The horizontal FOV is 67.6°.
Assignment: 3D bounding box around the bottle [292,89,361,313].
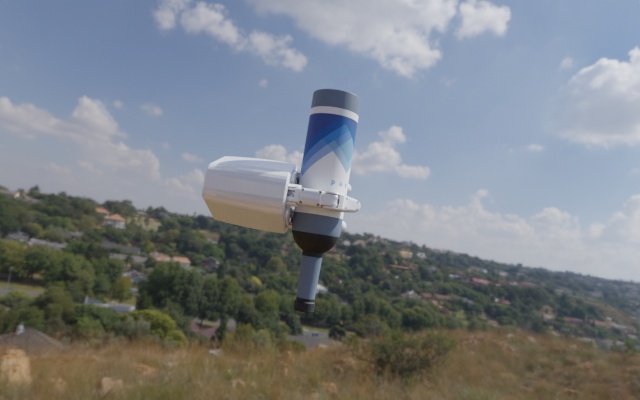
[{"bbox_3d":[0.000,0.002,0.646,0.069,0.295,0.069,9,-4,1],"label":"bottle"}]
